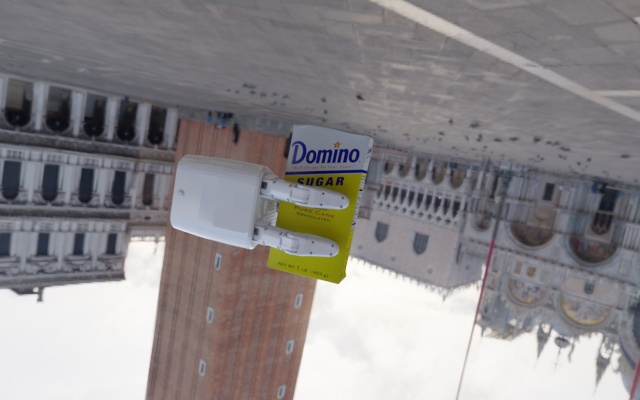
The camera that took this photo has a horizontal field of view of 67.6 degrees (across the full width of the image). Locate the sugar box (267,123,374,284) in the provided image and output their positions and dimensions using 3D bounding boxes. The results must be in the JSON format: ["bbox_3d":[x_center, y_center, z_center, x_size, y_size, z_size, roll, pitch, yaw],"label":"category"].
[{"bbox_3d":[0.000,0.002,0.569,0.093,0.176,0.048,11,7,12],"label":"sugar box"}]
